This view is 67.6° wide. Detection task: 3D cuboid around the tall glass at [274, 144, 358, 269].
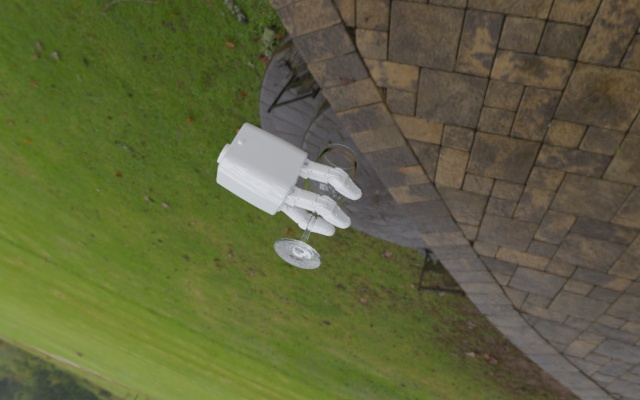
[{"bbox_3d":[0.000,0.003,0.746,0.079,0.201,0.079,17,-34,12],"label":"tall glass"}]
